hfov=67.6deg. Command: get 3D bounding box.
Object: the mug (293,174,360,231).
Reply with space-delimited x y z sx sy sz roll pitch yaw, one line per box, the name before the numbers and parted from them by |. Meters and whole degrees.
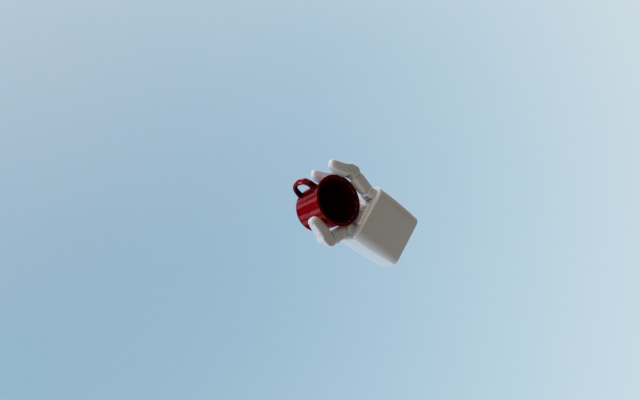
mug | -0.001 0.002 0.845 0.117 0.093 0.081 36 -32 -21
